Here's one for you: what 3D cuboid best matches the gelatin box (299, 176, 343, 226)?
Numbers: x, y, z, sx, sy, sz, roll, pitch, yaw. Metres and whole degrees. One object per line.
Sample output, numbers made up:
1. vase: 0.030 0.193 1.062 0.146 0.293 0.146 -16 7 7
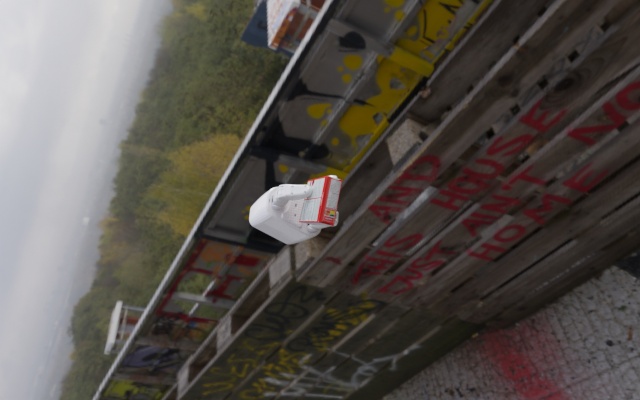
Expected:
1. gelatin box: 0.000 0.002 0.763 0.030 0.073 0.089 14 -8 -21
